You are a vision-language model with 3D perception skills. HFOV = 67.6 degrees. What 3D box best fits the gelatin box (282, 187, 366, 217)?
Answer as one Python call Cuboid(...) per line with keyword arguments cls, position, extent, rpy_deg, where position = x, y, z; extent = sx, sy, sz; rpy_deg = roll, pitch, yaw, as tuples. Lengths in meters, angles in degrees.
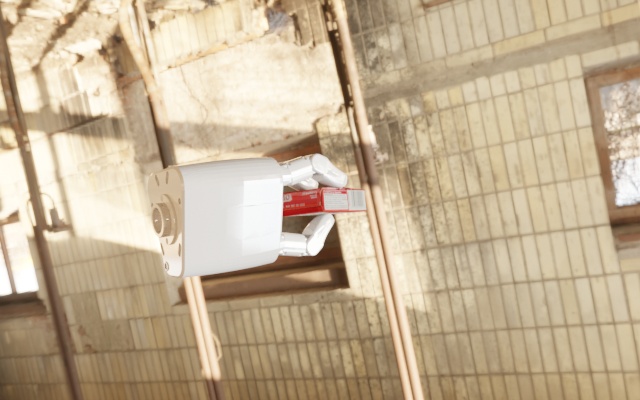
Cuboid(cls="gelatin box", position=(0.000, 0.002, 0.570), extent=(0.073, 0.030, 0.089), rpy_deg=(-6, -4, 39))
